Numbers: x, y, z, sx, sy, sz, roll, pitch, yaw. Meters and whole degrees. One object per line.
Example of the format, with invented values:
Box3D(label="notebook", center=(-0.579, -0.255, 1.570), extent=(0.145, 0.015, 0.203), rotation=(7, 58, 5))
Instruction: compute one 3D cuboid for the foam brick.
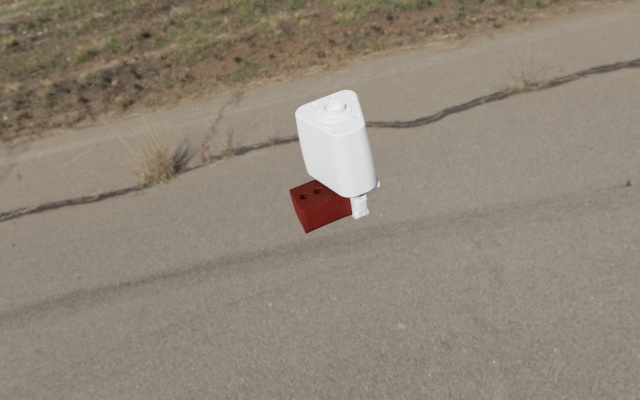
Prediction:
Box3D(label="foam brick", center=(0.000, 0.003, 0.714), extent=(0.078, 0.051, 0.053), rotation=(-23, 45, -9))
